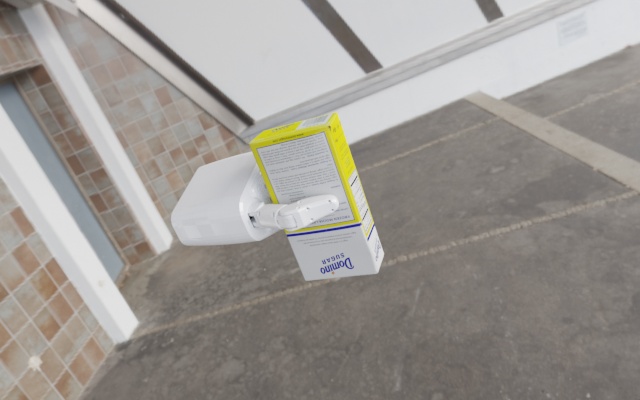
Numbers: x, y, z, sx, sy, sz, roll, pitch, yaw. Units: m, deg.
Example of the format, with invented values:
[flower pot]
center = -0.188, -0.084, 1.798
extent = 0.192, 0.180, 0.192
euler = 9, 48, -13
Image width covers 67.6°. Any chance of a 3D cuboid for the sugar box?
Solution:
[sugar box]
center = 0.000, 0.001, 0.521
extent = 0.093, 0.176, 0.048
euler = -9, 26, 24
